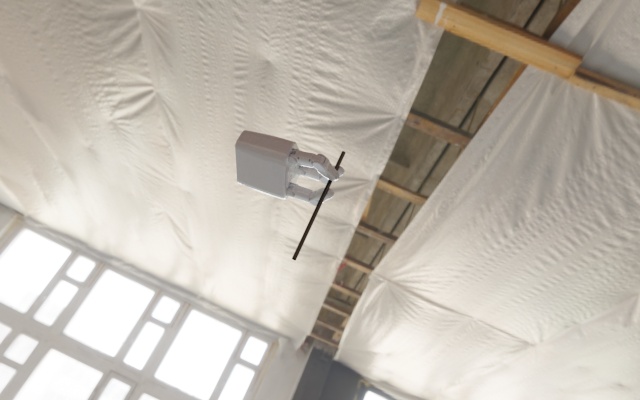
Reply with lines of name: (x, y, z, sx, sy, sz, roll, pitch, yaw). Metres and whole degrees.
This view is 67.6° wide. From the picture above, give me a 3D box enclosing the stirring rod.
stirring rod: (0.000, 0.003, 0.849, 0.011, 0.239, 0.011, 18, -31, 11)
